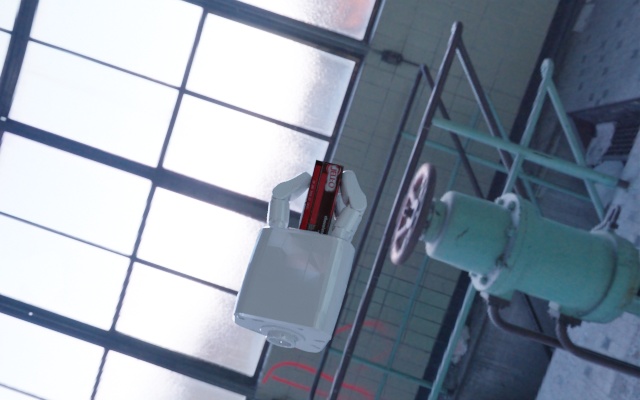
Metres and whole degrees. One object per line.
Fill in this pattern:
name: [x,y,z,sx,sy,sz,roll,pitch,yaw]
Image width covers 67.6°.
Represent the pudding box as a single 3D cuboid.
pudding box: [0.000,0.002,0.596,0.039,0.090,0.113,15,-3,-2]
